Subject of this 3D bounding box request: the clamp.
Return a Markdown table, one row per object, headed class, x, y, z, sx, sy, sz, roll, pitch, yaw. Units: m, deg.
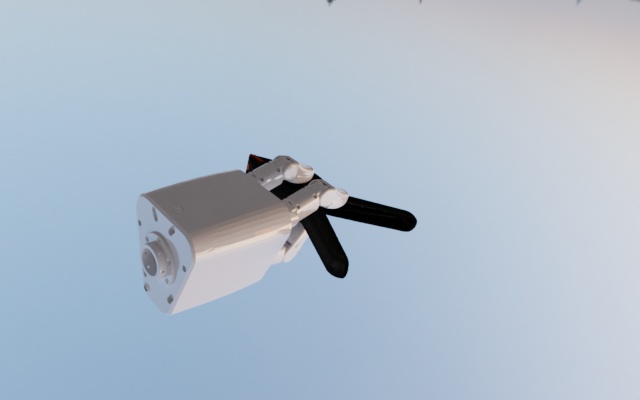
| class | x | y | z | sx | sy | sz | roll | pitch | yaw |
| --- | --- | --- | --- | --- | --- | --- | --- | --- | --- |
| clamp | -0.001 | 0.002 | 0.550 | 0.210 | 0.036 | 0.164 | 35 | 32 | 31 |
